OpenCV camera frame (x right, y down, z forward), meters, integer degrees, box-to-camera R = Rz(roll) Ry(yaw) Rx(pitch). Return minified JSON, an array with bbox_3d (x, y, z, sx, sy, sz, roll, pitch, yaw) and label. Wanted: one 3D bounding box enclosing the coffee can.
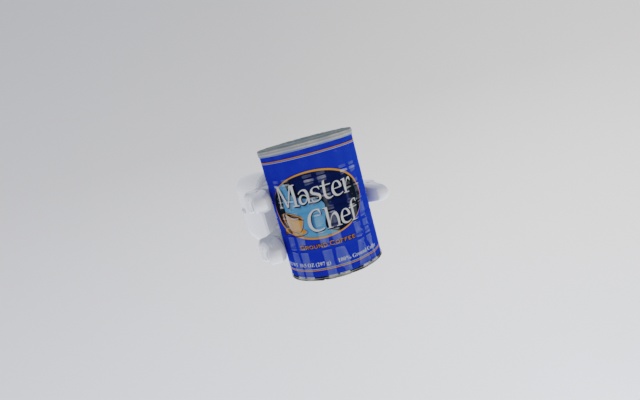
[{"bbox_3d":[0.000,0.002,0.514,0.103,0.140,0.103,-15,10,3],"label":"coffee can"}]
